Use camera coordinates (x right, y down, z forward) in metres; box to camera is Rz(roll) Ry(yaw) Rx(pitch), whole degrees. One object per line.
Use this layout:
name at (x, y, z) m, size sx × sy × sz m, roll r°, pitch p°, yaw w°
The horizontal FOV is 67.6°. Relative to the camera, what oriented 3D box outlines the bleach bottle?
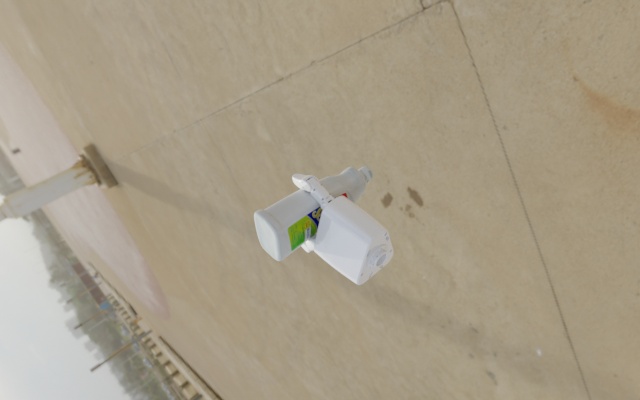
bleach bottle at (0.000, 0.003, 0.870) m, size 0.250 × 0.103 × 0.068 m, roll -35°, pitch 54°, yaw -27°
